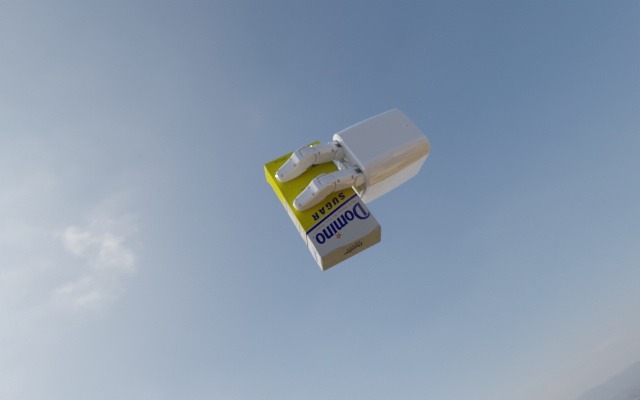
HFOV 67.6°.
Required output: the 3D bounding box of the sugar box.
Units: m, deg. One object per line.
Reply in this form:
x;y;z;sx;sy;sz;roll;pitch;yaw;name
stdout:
0.000;0.002;0.665;0.093;0.176;0.048;-27;-34;-13;sugar box
